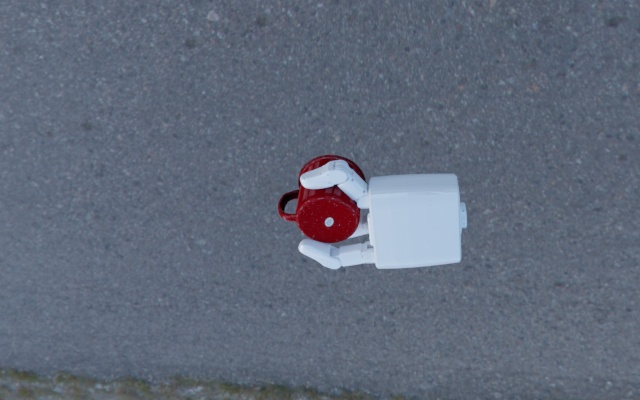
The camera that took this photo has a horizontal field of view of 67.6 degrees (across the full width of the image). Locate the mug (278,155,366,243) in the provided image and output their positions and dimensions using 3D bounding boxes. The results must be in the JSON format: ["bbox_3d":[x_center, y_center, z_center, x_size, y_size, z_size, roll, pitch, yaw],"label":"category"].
[{"bbox_3d":[-0.001,0.002,0.626,0.117,0.093,0.081,-5,38,11],"label":"mug"}]
